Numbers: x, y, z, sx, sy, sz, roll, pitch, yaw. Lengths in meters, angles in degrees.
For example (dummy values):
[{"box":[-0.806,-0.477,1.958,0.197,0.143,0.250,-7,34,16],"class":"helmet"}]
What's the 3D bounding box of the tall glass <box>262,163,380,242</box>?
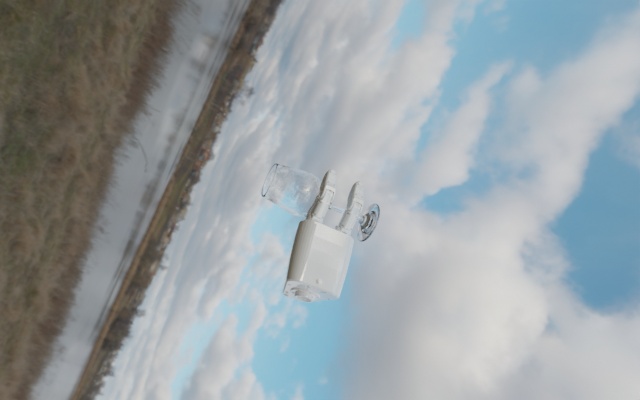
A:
[{"box":[0.001,0.003,0.836,0.201,0.079,0.079,24,-7,-17],"class":"tall glass"}]
